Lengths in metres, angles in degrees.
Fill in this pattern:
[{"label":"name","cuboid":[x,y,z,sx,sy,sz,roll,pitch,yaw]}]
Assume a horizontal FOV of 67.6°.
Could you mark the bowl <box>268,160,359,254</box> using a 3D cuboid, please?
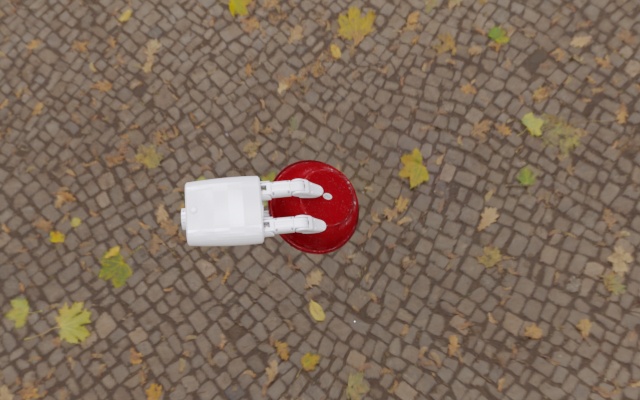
[{"label":"bowl","cuboid":[0.001,0.002,0.767,0.162,0.162,0.055,0,-16,-23]}]
